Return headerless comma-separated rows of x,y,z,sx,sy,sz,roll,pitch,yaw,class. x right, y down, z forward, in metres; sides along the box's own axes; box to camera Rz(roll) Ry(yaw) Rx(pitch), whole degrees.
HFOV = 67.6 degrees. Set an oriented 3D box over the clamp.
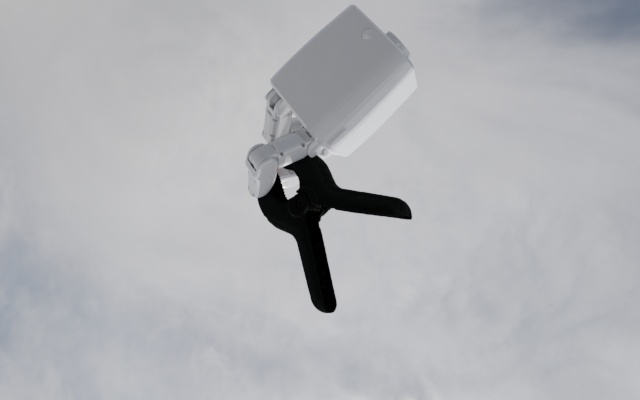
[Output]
0.000,0.002,0.438,0.120,0.171,0.039,-42,-25,11,clamp
